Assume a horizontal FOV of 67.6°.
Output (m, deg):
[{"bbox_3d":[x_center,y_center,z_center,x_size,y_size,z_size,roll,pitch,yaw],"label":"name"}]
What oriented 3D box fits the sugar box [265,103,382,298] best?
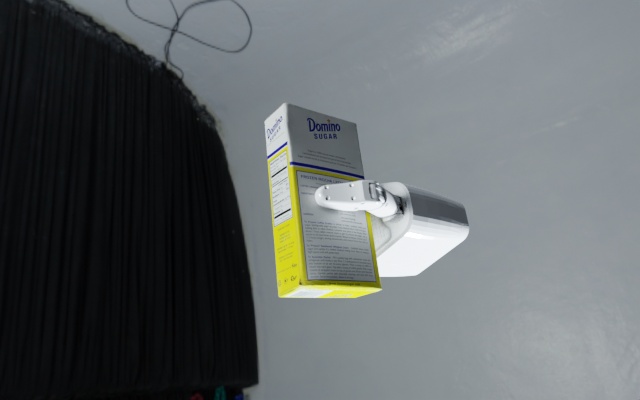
[{"bbox_3d":[0.000,0.002,0.456,0.093,0.176,0.048,10,-28,-36],"label":"sugar box"}]
